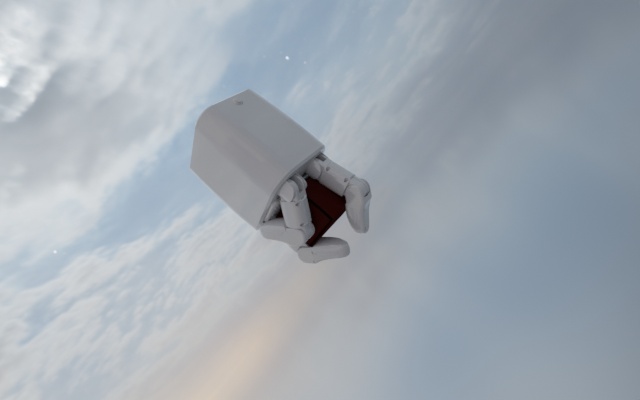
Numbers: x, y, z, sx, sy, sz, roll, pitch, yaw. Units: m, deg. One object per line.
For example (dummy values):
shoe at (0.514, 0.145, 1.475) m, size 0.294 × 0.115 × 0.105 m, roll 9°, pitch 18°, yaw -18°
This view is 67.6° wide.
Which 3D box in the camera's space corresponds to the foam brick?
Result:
foam brick at (0.000, 0.002, 0.521) m, size 0.078 × 0.051 × 0.053 m, roll -43°, pitch -9°, yaw -51°
